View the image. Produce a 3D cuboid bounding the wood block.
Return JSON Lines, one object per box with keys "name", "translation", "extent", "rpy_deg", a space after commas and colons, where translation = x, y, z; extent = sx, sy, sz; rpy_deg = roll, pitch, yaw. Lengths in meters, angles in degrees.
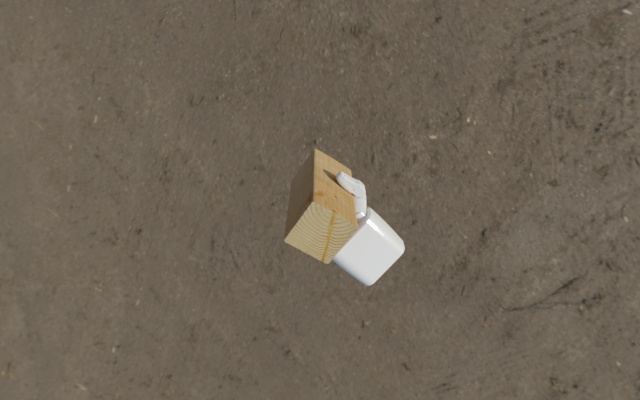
{"name": "wood block", "translation": [0.001, 0.003, 0.851], "extent": [0.090, 0.091, 0.206], "rpy_deg": [30, 25, -16]}
